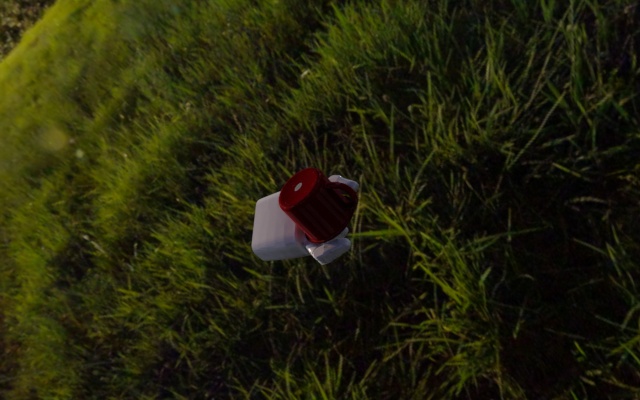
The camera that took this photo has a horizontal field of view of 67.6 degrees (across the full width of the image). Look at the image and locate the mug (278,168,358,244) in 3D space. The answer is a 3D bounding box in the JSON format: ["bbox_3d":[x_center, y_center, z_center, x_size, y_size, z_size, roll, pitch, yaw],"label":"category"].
[{"bbox_3d":[0.001,0.002,0.712,0.117,0.093,0.081,-15,-47,36],"label":"mug"}]
